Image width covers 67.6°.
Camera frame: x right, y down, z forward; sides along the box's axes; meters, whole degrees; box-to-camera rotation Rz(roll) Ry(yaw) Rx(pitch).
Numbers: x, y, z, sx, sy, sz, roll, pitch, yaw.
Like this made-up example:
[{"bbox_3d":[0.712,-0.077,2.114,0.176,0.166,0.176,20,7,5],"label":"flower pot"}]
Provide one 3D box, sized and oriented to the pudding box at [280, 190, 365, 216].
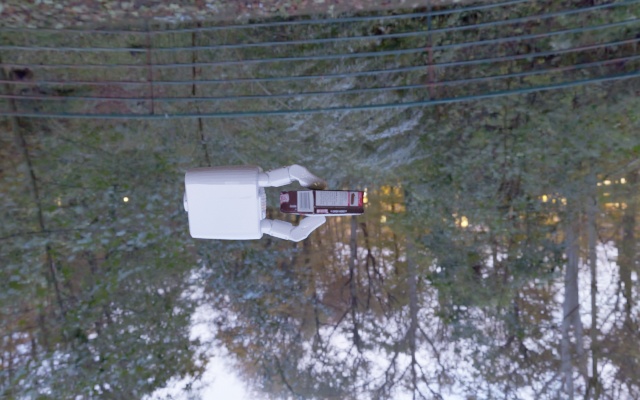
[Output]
[{"bbox_3d":[0.000,0.003,0.734,0.090,0.039,0.113,0,2,-30],"label":"pudding box"}]
